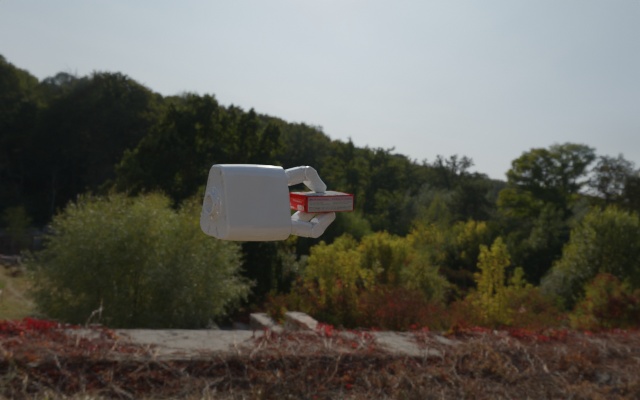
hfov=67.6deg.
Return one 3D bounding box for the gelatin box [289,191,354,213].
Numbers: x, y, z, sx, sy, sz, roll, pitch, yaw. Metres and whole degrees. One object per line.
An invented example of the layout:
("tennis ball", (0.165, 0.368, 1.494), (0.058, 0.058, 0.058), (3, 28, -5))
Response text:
("gelatin box", (0.000, 0.002, 0.788), (0.089, 0.030, 0.073), (-3, 7, -25))
